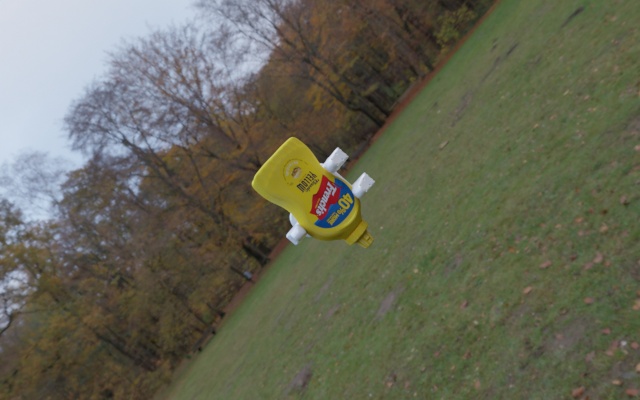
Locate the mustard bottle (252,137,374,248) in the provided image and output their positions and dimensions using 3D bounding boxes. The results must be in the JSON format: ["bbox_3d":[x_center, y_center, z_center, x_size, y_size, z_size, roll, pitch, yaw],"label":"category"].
[{"bbox_3d":[0.000,0.002,0.699,0.191,0.096,0.058,41,-23,-2],"label":"mustard bottle"}]
